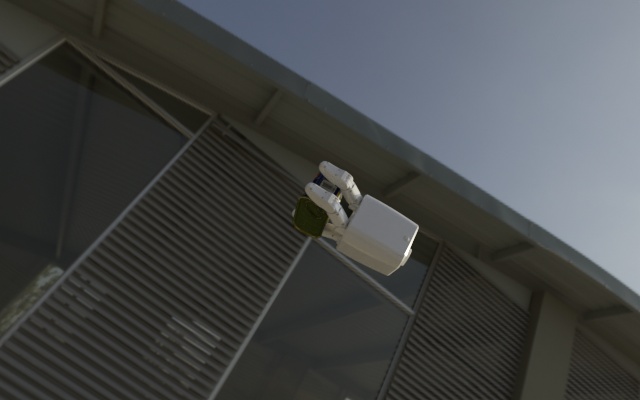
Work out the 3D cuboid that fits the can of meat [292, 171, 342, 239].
[{"bbox_3d":[0.000,0.003,0.826,0.057,0.084,0.102,28,-35,8],"label":"can of meat"}]
